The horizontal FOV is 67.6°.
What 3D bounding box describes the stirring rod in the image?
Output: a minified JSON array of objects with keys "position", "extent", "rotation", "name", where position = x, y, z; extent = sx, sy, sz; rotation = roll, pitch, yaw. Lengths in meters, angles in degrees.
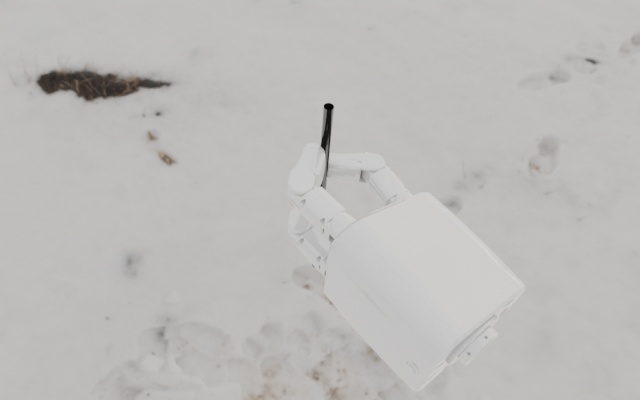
[{"position":[0.000,0.002,0.457],"extent":[0.011,0.011,0.240],"rotation":[0,-37,-4],"name":"stirring rod"}]
